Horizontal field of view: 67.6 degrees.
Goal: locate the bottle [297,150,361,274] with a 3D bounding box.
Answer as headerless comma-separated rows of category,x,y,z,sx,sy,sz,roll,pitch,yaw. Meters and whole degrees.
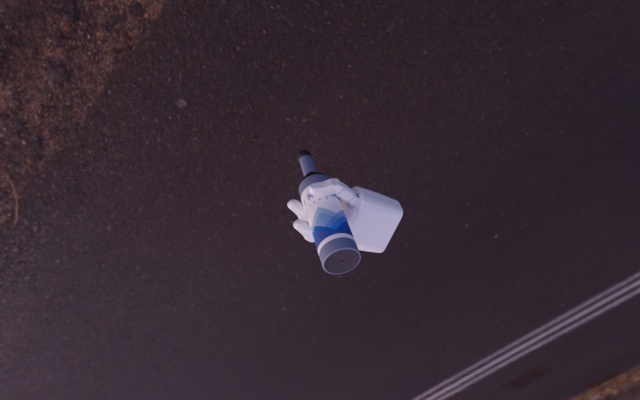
bottle,0.000,0.003,0.894,0.069,0.069,0.295,0,42,-19
